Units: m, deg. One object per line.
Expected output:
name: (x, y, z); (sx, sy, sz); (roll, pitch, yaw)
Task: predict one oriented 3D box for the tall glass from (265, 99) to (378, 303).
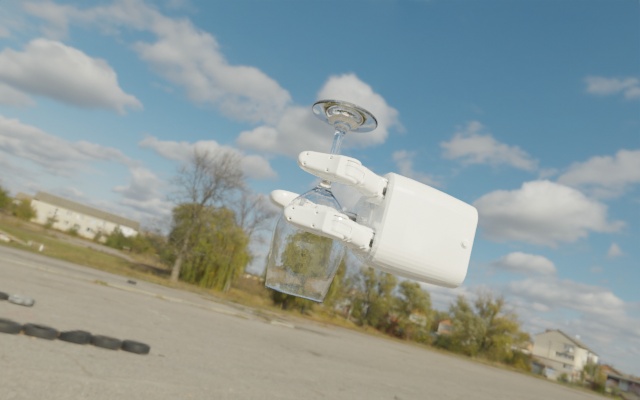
tall glass: (0.000, 0.001, 0.500); (0.079, 0.201, 0.079); (16, -12, 3)
